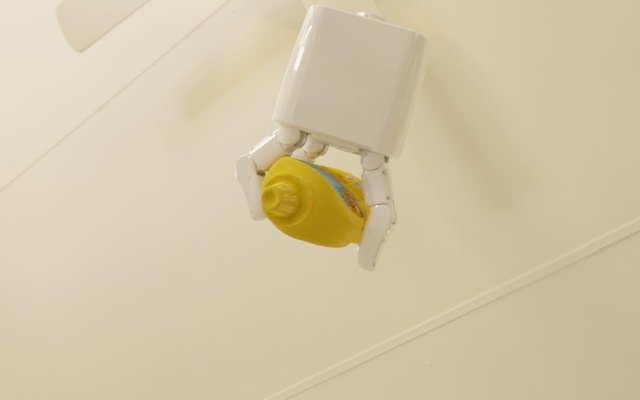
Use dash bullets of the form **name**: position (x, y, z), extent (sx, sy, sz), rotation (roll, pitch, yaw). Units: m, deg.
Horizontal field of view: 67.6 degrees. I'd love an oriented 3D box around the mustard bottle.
- **mustard bottle**: position (0.000, 0.002, 0.433), extent (0.096, 0.058, 0.191), rotation (45, 13, 17)
